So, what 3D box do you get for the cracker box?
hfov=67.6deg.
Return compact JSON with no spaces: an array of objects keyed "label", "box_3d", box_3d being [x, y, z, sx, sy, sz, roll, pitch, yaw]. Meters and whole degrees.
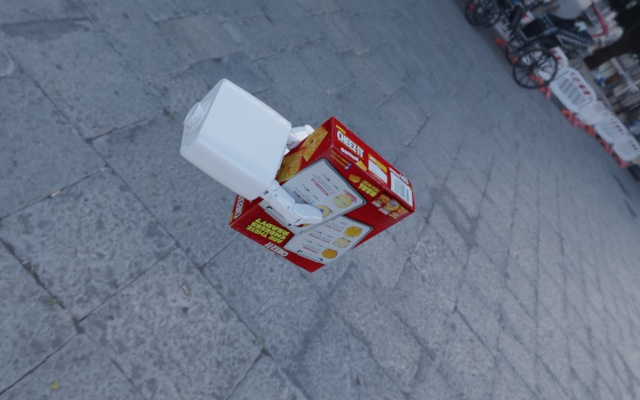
[{"label":"cracker box","box_3d":[0.000,0.002,0.684,0.164,0.072,0.214,34,-51,-28]}]
